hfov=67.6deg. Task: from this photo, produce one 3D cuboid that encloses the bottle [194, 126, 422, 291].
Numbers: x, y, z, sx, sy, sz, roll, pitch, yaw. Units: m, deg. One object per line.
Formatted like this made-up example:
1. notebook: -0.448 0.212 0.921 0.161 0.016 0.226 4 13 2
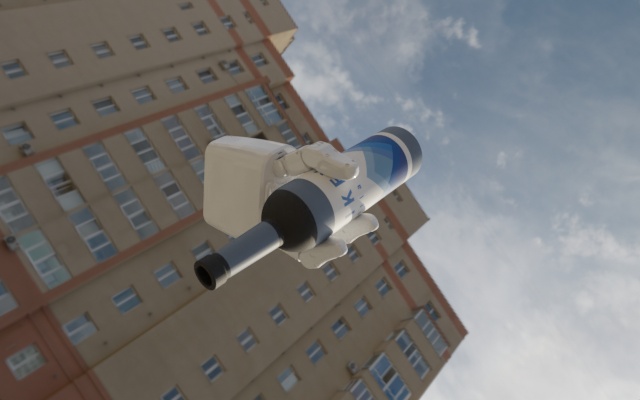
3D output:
1. bottle: 0.000 0.001 0.481 0.069 0.069 0.295 0 24 44
